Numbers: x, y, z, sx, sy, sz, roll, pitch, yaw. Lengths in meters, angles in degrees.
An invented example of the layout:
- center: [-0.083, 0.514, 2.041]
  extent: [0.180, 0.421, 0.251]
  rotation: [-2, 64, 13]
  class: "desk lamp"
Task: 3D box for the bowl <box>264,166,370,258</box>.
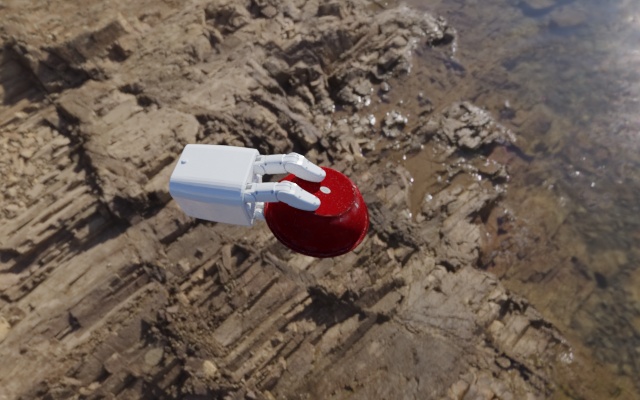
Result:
- center: [0.002, 0.002, 0.700]
  extent: [0.162, 0.162, 0.055]
  rotation: [0, -38, -14]
  class: "bowl"
